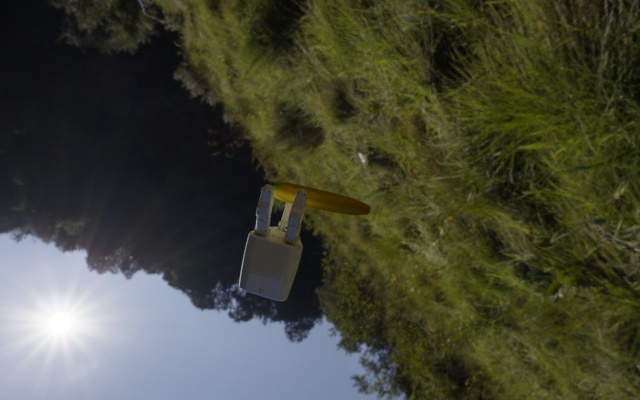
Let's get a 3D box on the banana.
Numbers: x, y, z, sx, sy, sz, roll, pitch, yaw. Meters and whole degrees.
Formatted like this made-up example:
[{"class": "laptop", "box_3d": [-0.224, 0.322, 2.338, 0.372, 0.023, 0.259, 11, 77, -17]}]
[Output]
[{"class": "banana", "box_3d": [-0.008, -0.002, 0.866, 0.198, 0.037, 0.069, 12, 8, -19]}]
